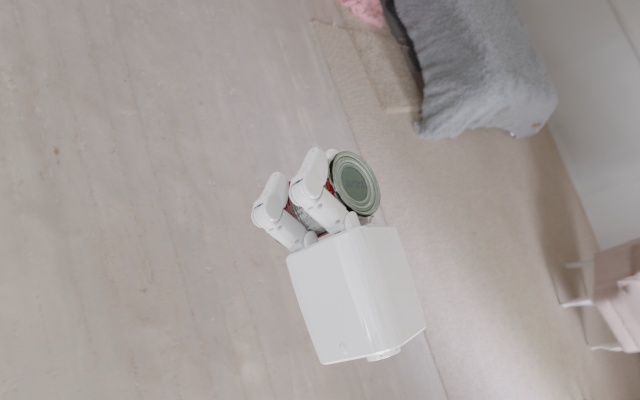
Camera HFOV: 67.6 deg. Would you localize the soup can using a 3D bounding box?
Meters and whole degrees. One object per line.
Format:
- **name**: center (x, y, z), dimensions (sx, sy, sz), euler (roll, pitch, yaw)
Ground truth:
- **soup can**: center (0.000, 0.001, 0.475), dimensions (0.068, 0.068, 0.102), euler (0, -21, -46)
